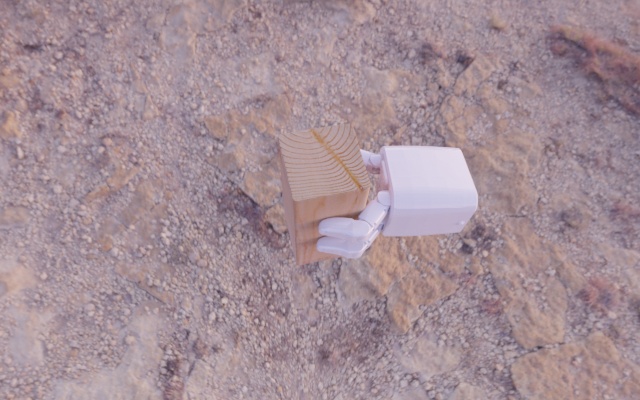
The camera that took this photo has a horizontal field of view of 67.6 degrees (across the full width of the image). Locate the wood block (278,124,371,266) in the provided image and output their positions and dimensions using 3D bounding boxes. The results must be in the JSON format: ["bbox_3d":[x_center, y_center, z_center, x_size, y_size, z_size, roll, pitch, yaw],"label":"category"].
[{"bbox_3d":[0.000,0.002,0.622,0.090,0.090,0.206,-10,-26,-7],"label":"wood block"}]
